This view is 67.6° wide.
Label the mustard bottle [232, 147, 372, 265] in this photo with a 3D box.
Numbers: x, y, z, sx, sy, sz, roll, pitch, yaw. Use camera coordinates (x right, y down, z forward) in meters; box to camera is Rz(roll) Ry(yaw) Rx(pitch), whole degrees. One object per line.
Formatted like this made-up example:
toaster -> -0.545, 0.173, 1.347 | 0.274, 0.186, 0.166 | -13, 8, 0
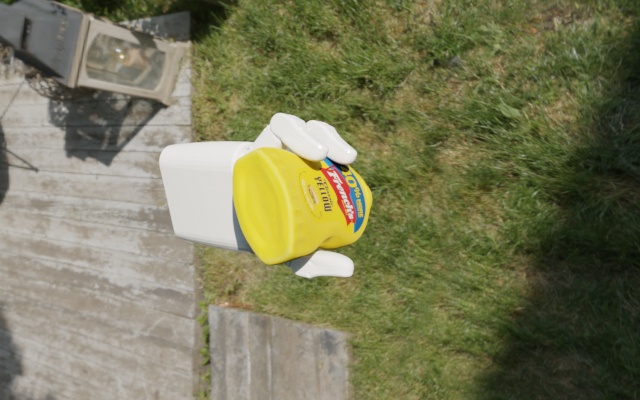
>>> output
mustard bottle -> 0.000, 0.001, 0.463 | 0.058, 0.096, 0.191 | -24, -10, 29
